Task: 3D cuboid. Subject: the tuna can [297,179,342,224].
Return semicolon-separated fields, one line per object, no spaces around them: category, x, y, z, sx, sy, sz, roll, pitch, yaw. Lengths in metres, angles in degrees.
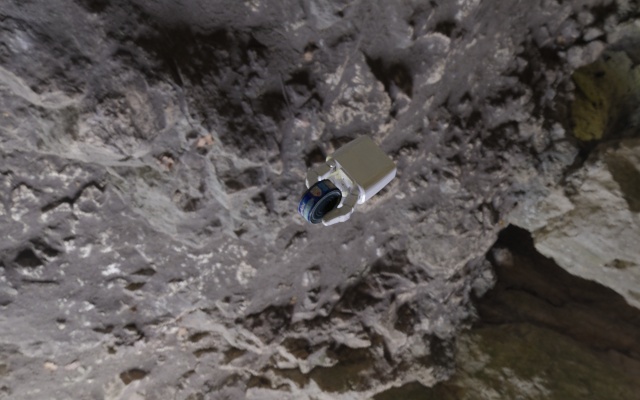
tuna can;0.000;0.003;0.898;0.033;0.086;0.086;43;22;26
